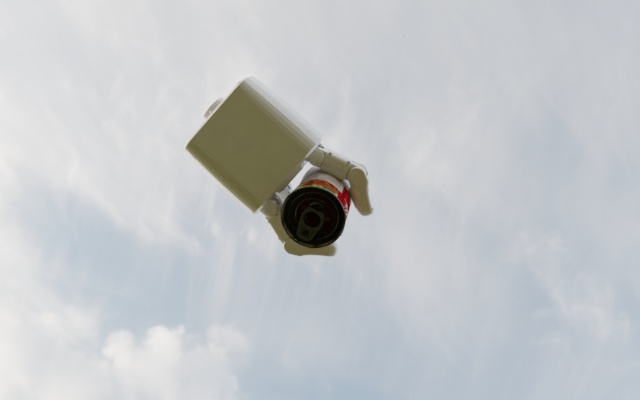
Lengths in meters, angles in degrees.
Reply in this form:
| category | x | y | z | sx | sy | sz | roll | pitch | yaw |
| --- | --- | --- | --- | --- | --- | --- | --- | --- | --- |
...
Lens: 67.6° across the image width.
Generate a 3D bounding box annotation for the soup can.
| category | x | y | z | sx | sy | sz | roll | pitch | yaw |
| --- | --- | --- | --- | --- | --- | --- | --- | --- | --- |
| soup can | 0.001 | 0.002 | 0.532 | 0.068 | 0.068 | 0.102 | 0 | 19 | 10 |
